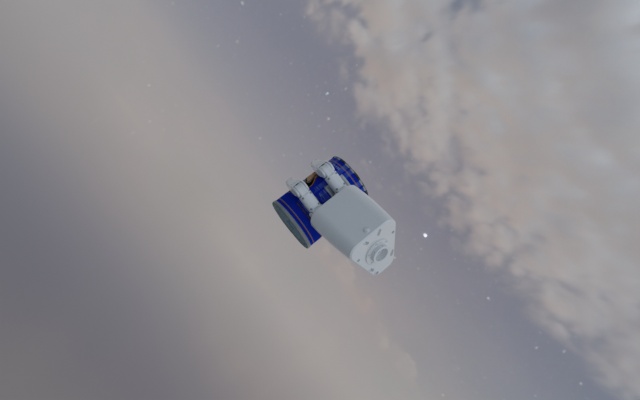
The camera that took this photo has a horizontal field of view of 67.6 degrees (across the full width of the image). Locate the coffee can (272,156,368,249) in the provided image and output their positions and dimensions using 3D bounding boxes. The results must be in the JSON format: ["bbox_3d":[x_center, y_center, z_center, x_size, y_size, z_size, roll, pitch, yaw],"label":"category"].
[{"bbox_3d":[0.000,0.003,0.850,0.140,0.103,0.103,-38,8,-11],"label":"coffee can"}]
